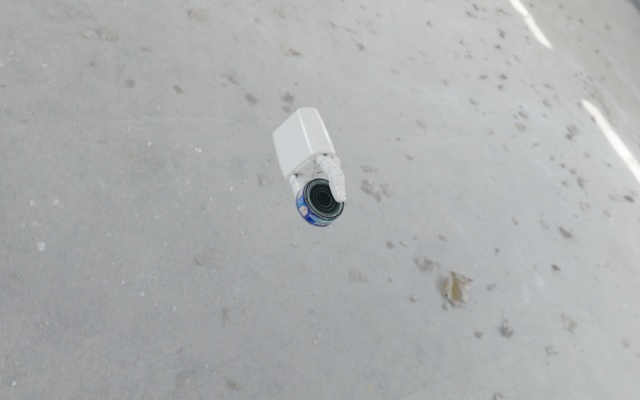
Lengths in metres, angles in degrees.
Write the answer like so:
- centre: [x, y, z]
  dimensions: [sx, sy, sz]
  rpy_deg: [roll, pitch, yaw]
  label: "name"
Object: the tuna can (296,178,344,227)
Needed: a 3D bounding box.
- centre: [0.000, 0.003, 0.867]
  dimensions: [0.086, 0.086, 0.034]
  rpy_deg: [0, -25, -32]
  label: "tuna can"
